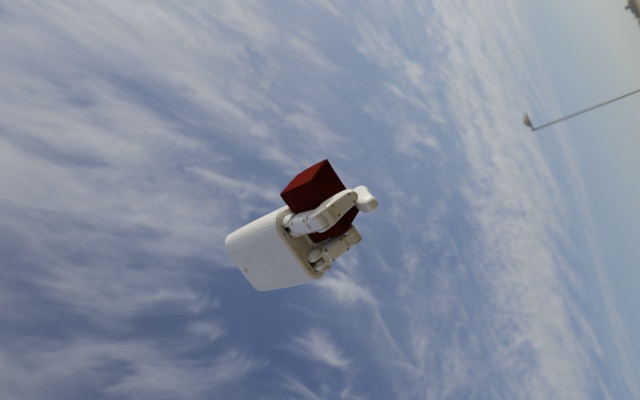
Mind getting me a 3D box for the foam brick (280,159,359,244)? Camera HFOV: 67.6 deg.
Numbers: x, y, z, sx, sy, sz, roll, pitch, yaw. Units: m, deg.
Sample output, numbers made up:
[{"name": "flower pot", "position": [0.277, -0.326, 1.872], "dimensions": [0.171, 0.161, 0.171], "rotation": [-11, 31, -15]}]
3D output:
[{"name": "foam brick", "position": [0.000, 0.002, 0.569], "dimensions": [0.051, 0.078, 0.053], "rotation": [-21, 21, 37]}]
